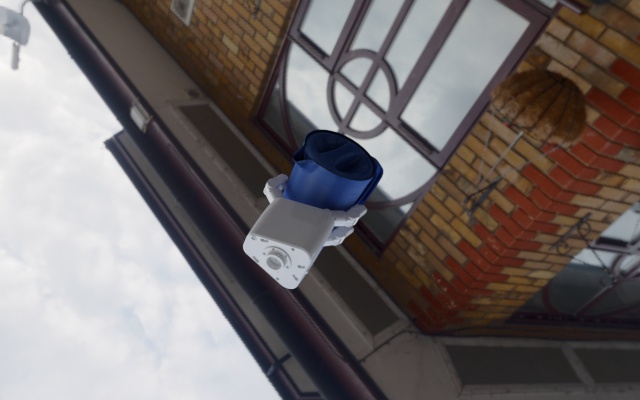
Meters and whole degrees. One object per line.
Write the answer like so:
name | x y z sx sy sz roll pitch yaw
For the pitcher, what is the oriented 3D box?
pitcher | 0.000 0.003 0.875 0.149 0.243 0.145 30 37 2
